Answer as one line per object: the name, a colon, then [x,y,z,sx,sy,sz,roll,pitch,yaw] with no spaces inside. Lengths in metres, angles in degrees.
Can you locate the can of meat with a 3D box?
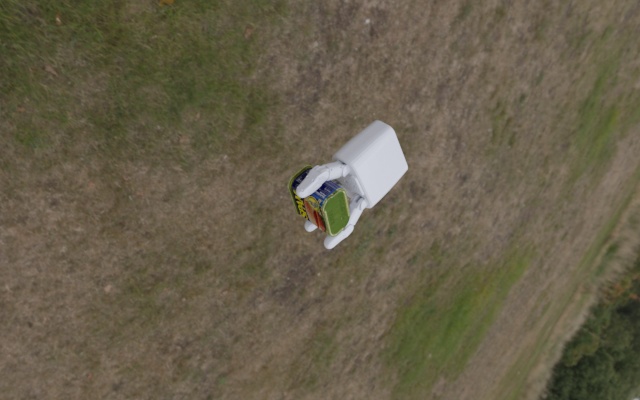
can of meat: [0.000,0.003,0.796,0.057,0.102,0.084,-41,54,-22]
